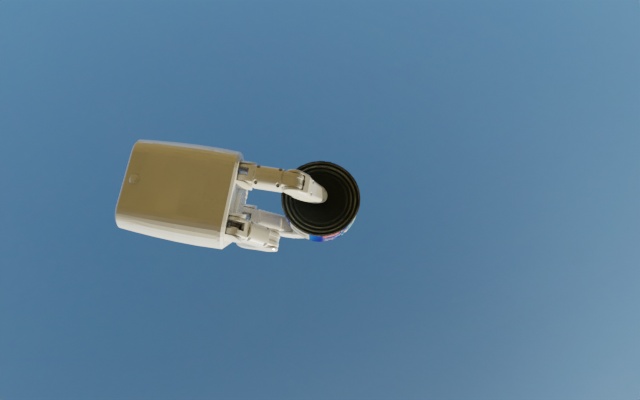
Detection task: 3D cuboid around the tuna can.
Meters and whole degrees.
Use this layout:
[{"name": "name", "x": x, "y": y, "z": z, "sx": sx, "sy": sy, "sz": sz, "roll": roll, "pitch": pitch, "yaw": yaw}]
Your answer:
[{"name": "tuna can", "x": 0.000, "y": 0.002, "z": 0.531, "sx": 0.086, "sy": 0.086, "sz": 0.034, "roll": 0, "pitch": -18, "yaw": -1}]
